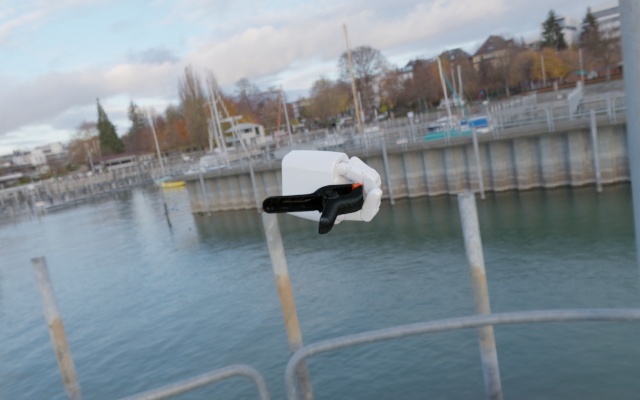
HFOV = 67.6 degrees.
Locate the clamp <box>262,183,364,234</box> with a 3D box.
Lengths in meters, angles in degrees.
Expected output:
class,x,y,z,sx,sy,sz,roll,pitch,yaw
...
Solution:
class,x,y,z,sx,sy,sz,roll,pitch,yaw
clamp,0.000,0.002,0.713,0.120,0.039,0.171,21,23,26
